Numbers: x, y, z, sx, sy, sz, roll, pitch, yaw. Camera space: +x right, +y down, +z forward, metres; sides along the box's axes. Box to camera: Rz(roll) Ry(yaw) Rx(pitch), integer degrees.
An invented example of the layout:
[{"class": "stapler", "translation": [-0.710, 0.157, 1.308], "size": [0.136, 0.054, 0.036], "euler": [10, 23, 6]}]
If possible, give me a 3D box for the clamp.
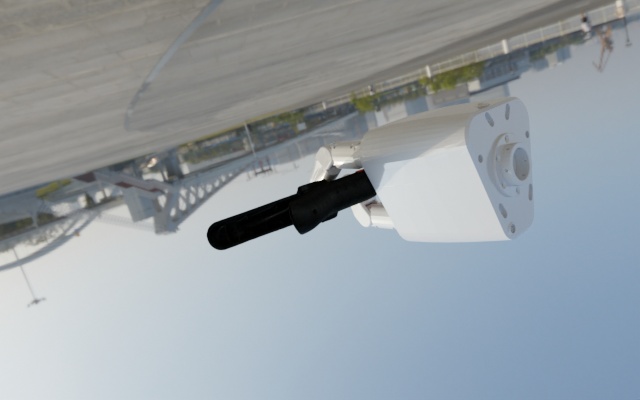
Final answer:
[{"class": "clamp", "translation": [0.000, 0.002, 0.408], "size": [0.171, 0.039, 0.120], "euler": [-24, 13, -37]}]
